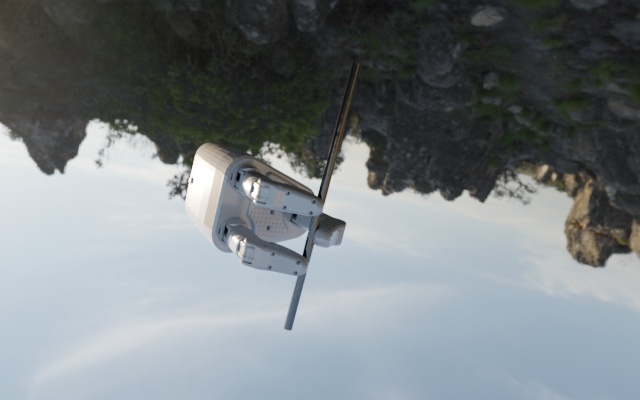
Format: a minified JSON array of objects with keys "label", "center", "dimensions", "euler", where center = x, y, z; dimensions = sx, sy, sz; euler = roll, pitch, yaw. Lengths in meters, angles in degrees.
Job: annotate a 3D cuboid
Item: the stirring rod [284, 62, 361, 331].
[{"label":"stirring rod","center":[0.000,0.001,0.415],"dimensions":[0.011,0.239,0.011],"euler":[14,9,-2]}]
